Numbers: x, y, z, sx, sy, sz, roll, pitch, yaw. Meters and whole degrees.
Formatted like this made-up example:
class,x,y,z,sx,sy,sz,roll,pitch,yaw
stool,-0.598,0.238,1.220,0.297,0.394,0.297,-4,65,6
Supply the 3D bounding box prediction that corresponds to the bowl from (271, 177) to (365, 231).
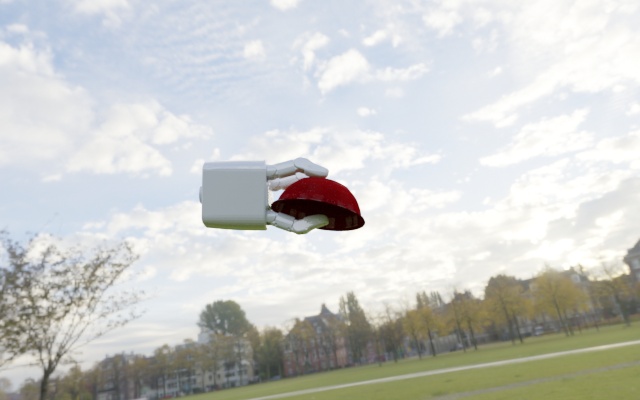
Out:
class,x,y,z,sx,sy,sz,roll,pitch,yaw
bowl,0.001,0.003,0.810,0.162,0.055,0.162,10,-19,3
